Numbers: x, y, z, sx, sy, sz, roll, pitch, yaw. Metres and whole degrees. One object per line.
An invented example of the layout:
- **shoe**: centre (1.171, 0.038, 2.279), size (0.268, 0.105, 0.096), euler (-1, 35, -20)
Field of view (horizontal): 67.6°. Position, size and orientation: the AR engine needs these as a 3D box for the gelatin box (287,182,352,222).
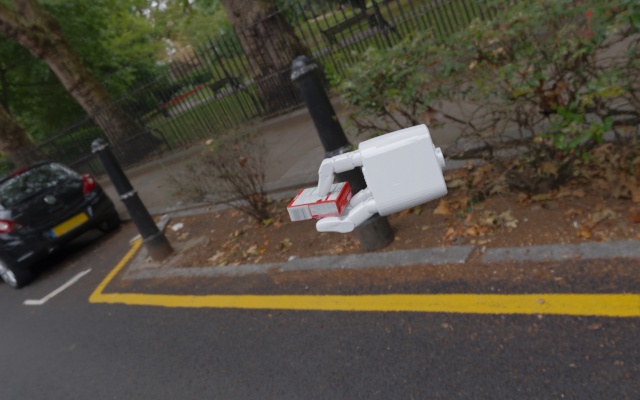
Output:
- **gelatin box**: centre (0.000, 0.002, 0.777), size (0.089, 0.030, 0.073), euler (-8, 22, 22)
